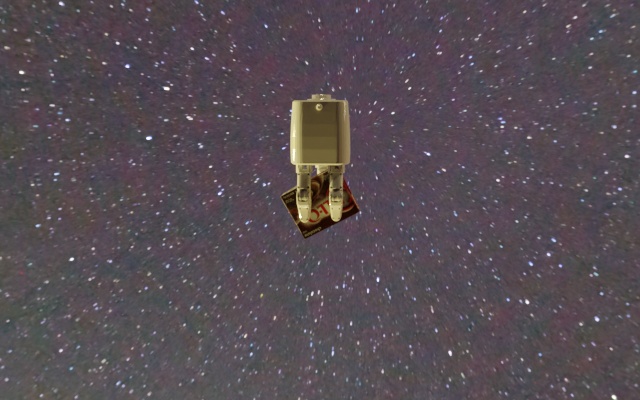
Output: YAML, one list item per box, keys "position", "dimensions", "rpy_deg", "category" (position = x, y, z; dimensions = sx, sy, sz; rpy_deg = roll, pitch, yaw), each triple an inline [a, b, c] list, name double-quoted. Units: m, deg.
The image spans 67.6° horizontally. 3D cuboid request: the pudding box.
- position: [0.000, 0.003, 0.844]
  dimensions: [0.113, 0.090, 0.039]
  rpy_deg: [-27, 10, 10]
  category: "pudding box"
